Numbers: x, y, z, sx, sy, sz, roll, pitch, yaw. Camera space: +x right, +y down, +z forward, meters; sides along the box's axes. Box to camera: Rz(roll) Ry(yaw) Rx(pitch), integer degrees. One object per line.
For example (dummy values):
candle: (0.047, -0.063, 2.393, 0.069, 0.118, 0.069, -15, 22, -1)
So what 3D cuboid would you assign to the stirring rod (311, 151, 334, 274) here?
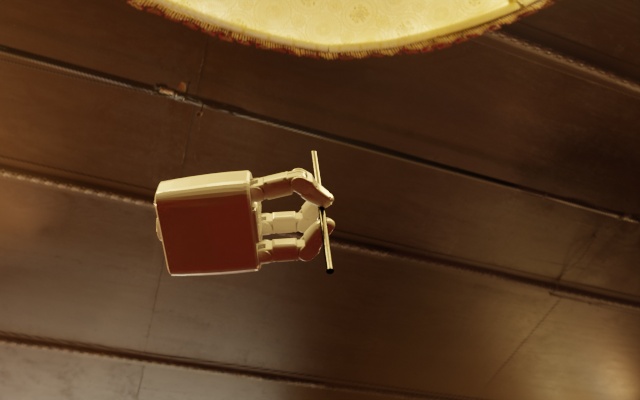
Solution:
stirring rod: (0.000, 0.002, 0.571, 0.011, 0.011, 0.239, 0, 35, -5)
